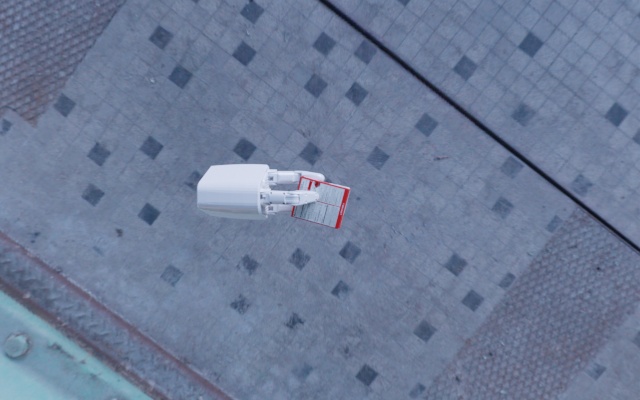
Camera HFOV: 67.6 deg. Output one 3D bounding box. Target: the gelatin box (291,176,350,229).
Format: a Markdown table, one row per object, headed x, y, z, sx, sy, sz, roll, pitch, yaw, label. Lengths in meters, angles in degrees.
| x | y | z | sx | sy | sz | roll | pitch | yaw | label |
| --- | --- | --- | --- | --- | --- | --- | --- | --- | --- |
| 0.000 | 0.003 | 0.828 | 0.089 | 0.073 | 0.030 | 15 | 7 | 5 | gelatin box |
